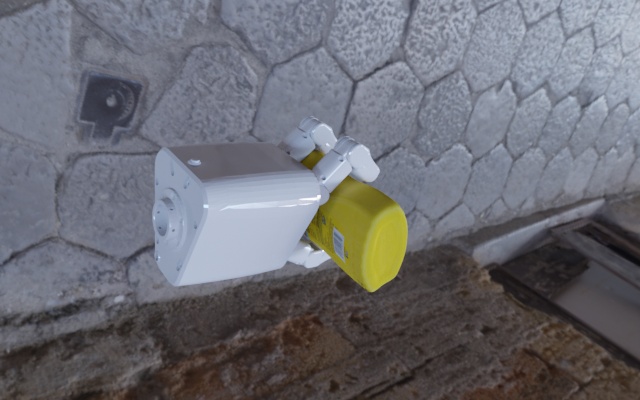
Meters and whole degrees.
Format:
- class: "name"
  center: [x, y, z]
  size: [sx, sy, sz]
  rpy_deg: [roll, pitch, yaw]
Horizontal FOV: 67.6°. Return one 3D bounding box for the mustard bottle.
- class: "mustard bottle"
  center: [0.001, 0.002, 0.479]
  size: [0.058, 0.096, 0.191]
  rpy_deg: [-29, 45, -26]
